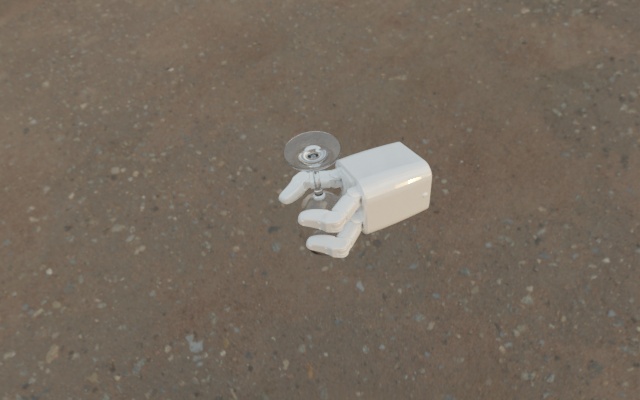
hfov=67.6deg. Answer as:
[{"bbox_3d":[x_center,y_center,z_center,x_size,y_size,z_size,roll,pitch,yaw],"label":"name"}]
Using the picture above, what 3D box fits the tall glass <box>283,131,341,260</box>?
[{"bbox_3d":[0.000,0.002,0.679,0.079,0.079,0.201,0,-42,8],"label":"tall glass"}]
